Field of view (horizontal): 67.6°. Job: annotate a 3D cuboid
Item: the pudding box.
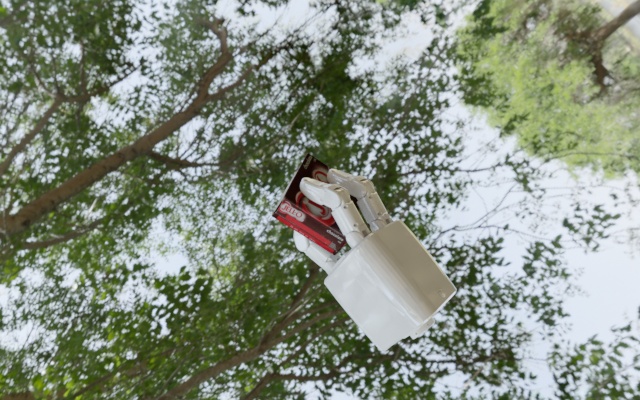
[{"bbox_3d":[0.000,0.002,0.582,0.090,0.039,0.113,33,32,-8],"label":"pudding box"}]
